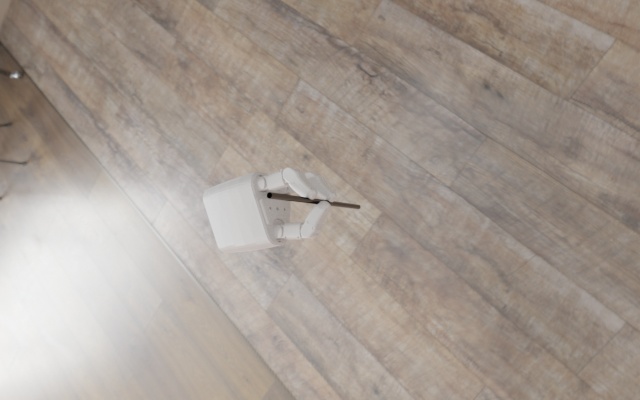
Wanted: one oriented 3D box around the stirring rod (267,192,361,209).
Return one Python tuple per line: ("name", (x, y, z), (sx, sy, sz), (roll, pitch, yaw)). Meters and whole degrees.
("stirring rod", (0.000, 0.002, 0.684), (0.011, 0.011, 0.239), (0, -4, 31))
